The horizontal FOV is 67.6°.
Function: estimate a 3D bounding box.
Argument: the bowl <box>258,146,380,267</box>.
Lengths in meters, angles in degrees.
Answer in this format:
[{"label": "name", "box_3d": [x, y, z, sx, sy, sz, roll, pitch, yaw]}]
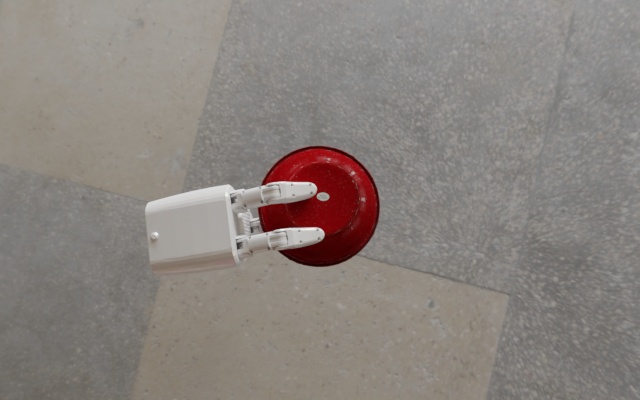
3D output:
[{"label": "bowl", "box_3d": [0.001, 0.001, 0.602, 0.162, 0.162, 0.055, 0, -10, -4]}]
